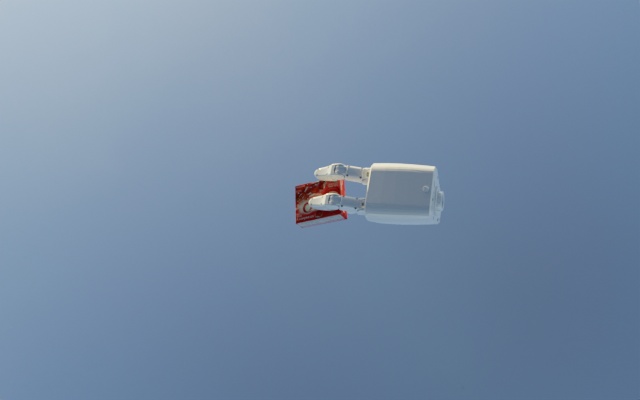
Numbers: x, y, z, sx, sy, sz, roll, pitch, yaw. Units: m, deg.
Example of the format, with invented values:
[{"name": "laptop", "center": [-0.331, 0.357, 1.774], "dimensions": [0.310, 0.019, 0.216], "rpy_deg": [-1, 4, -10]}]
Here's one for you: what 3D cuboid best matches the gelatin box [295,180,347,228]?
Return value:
[{"name": "gelatin box", "center": [0.000, 0.003, 0.833], "dimensions": [0.089, 0.073, 0.030], "rpy_deg": [-12, -26, 21]}]
